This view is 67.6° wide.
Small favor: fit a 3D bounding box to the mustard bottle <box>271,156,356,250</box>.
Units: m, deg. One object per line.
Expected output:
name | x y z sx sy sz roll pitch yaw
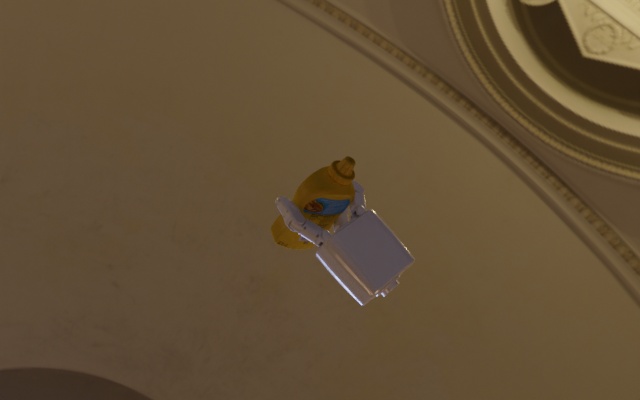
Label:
mustard bottle | 0.000 0.002 0.758 0.096 0.058 0.192 4 -41 -34
